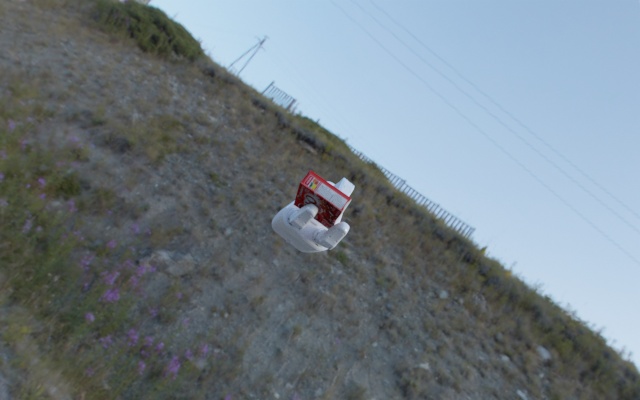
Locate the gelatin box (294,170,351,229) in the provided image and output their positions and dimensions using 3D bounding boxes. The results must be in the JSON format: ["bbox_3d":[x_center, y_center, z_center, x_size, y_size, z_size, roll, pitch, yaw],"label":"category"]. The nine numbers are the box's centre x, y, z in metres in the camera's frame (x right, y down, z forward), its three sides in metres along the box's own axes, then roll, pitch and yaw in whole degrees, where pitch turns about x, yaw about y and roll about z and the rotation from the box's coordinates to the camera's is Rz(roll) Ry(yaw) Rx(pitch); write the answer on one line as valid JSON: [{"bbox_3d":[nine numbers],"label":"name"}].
[{"bbox_3d":[0.000,0.002,0.712,0.073,0.030,0.089,35,-23,4],"label":"gelatin box"}]
